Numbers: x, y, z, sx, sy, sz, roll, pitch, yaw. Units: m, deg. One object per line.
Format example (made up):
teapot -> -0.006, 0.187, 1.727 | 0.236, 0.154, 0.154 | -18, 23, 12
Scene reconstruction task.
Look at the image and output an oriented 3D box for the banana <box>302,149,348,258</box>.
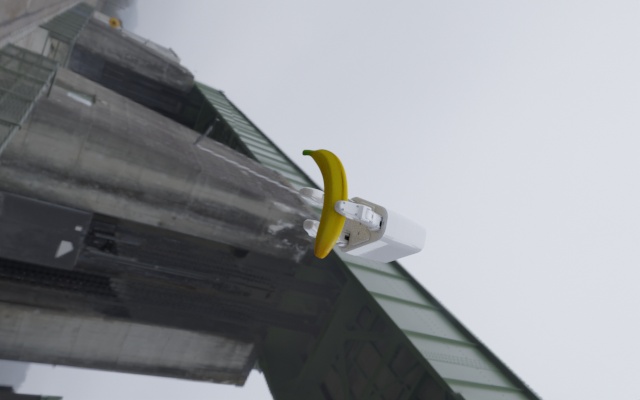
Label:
banana -> 0.013, -0.008, 0.747 | 0.070, 0.197, 0.037 | -30, -37, 34
